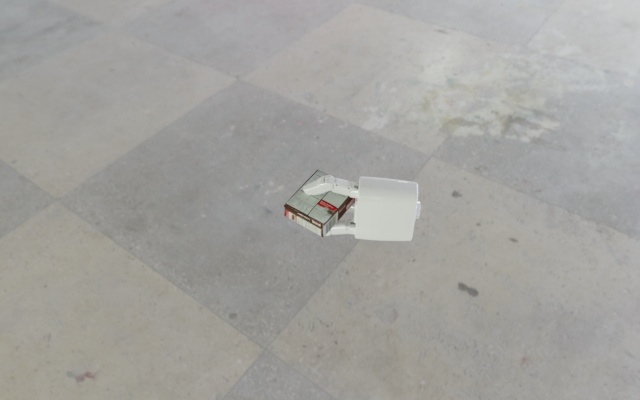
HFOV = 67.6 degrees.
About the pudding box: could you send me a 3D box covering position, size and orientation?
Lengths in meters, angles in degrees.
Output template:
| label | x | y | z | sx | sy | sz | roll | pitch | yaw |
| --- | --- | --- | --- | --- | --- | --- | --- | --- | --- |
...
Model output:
| label | x | y | z | sx | sy | sz | roll | pitch | yaw |
| --- | --- | --- | --- | --- | --- | --- | --- | --- | --- |
| pudding box | 0.000 | 0.003 | 0.885 | 0.090 | 0.039 | 0.113 | 27 | 52 | 22 |
